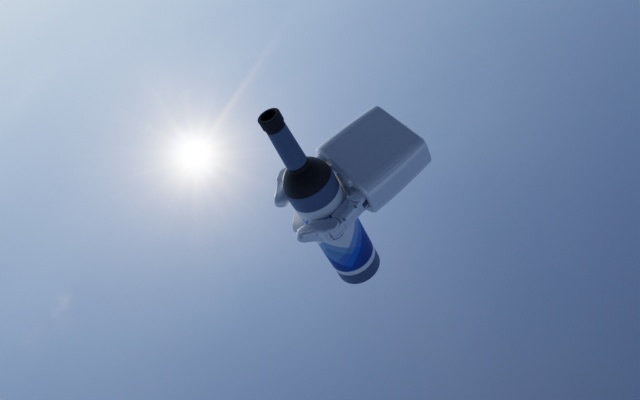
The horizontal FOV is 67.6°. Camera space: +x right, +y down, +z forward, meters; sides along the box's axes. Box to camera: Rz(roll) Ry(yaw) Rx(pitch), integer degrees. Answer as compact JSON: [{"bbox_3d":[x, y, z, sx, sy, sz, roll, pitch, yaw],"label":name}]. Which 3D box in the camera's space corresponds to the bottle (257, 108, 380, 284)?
[{"bbox_3d":[0.000,0.002,0.620,0.069,0.069,0.296,0,-40,31],"label":"bottle"}]
